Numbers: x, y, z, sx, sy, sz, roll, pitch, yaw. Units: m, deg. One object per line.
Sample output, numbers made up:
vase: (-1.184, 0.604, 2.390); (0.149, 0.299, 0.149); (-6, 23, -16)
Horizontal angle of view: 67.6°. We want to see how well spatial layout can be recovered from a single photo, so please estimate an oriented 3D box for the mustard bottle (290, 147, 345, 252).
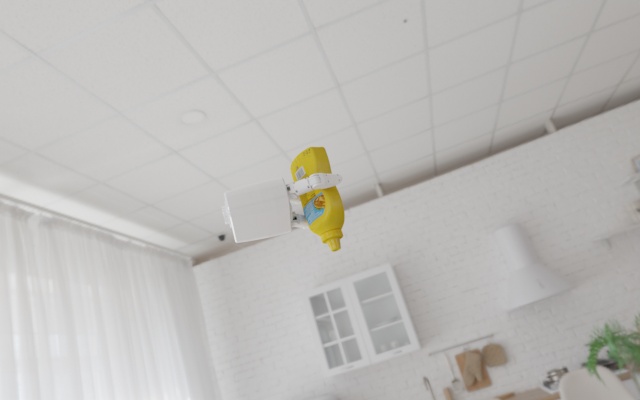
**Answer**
mustard bottle: (0.000, 0.003, 0.884); (0.058, 0.191, 0.096); (-4, -24, -34)
